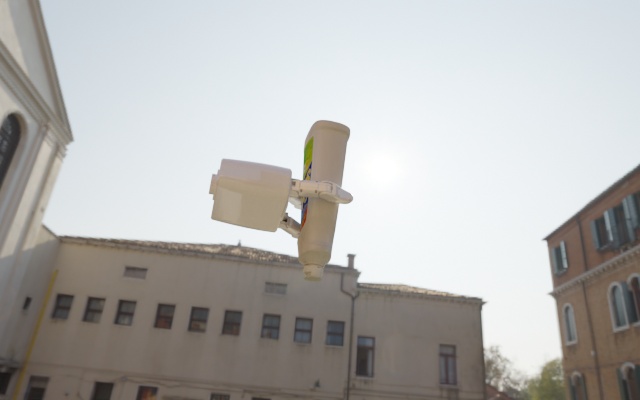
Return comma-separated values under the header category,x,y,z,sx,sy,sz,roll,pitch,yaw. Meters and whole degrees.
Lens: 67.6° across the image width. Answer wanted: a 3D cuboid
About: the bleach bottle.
category,x,y,z,sx,sy,sz,roll,pitch,yaw
bleach bottle,0.000,0.003,0.768,0.068,0.250,0.103,11,-25,-13
